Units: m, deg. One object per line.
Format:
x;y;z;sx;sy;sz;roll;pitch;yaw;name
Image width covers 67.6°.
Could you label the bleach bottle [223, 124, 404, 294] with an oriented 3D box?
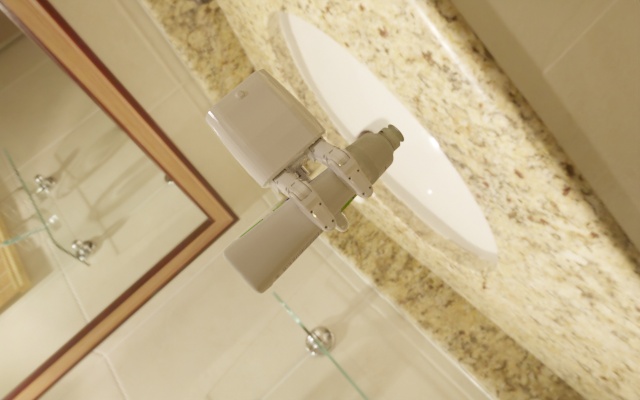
0.000;0.002;0.570;0.251;0.068;0.102;-42;-2;-10;bleach bottle
